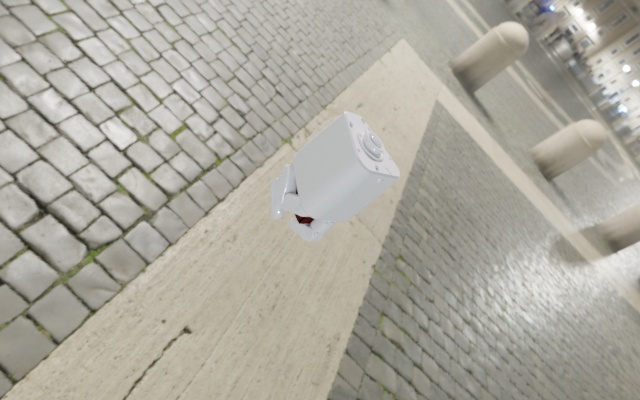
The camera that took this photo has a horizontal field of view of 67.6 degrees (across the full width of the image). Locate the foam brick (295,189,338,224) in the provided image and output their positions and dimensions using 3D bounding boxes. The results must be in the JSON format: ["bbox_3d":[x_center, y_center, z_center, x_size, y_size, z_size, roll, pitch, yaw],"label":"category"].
[{"bbox_3d":[0.000,0.002,0.713,0.051,0.053,0.078,-40,-29,31],"label":"foam brick"}]
